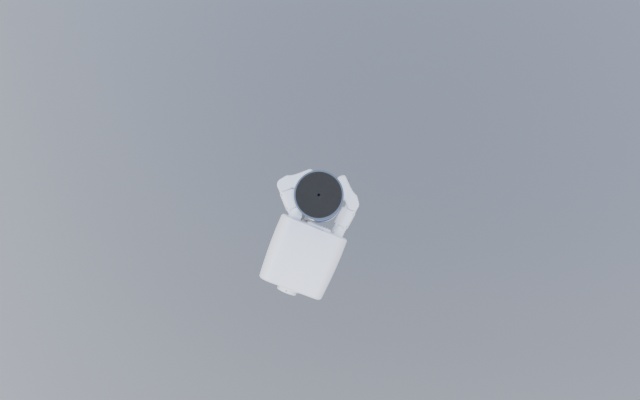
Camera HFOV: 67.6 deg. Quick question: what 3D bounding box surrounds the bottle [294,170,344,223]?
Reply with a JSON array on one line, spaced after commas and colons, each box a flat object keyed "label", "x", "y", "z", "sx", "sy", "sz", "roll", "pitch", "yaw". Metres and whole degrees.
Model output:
[{"label": "bottle", "x": 0.000, "y": 0.002, "z": 0.777, "sx": 0.069, "sy": 0.069, "sz": 0.296, "roll": 0, "pitch": -4, "yaw": 1}]
